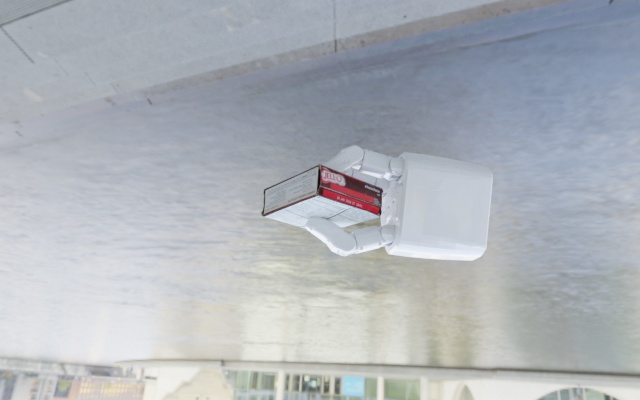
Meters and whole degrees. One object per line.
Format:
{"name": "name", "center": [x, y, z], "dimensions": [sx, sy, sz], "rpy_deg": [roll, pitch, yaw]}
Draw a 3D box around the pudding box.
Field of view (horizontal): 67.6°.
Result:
{"name": "pudding box", "center": [0.000, 0.002, 0.537], "dimensions": [0.090, 0.039, 0.113], "rpy_deg": [20, -26, -33]}
